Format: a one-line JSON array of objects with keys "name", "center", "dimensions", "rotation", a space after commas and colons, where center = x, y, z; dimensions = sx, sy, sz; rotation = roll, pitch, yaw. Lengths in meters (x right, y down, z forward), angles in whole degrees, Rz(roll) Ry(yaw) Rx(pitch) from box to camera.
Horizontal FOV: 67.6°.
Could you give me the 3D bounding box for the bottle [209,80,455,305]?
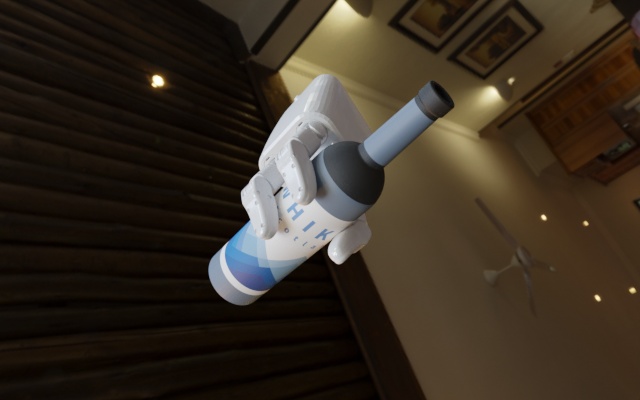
[{"name": "bottle", "center": [0.000, 0.002, 0.441], "dimensions": [0.069, 0.069, 0.296], "rotation": [0, -34, -49]}]
